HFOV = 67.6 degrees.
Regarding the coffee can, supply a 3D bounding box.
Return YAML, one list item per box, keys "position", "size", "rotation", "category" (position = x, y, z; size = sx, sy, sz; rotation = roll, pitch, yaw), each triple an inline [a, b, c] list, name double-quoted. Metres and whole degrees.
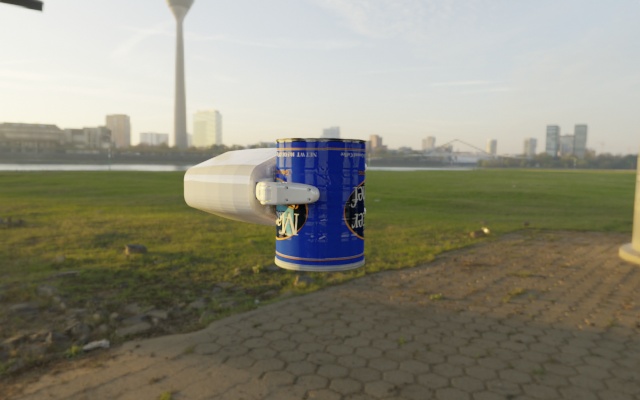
- position: [0.000, 0.002, 0.543]
  size: [0.103, 0.140, 0.103]
  rotation: [1, 4, 0]
  category: "coffee can"
